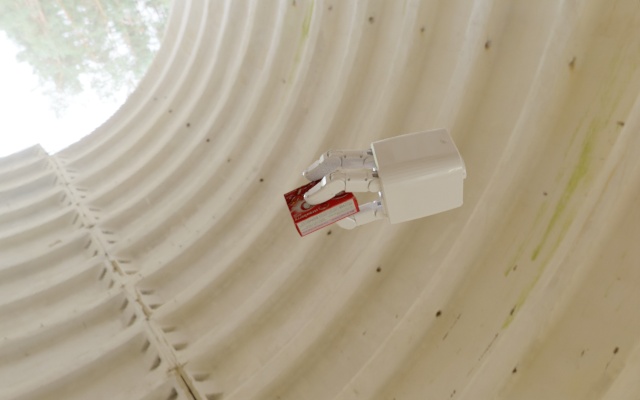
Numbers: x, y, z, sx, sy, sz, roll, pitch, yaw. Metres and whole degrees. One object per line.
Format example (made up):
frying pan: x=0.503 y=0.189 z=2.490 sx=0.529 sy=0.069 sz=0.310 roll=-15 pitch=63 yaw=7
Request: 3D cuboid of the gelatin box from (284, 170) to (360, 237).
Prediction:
gelatin box: x=0.000 y=0.003 z=0.657 sx=0.089 sy=0.030 sz=0.073 roll=-24 pitch=37 yaw=-1
